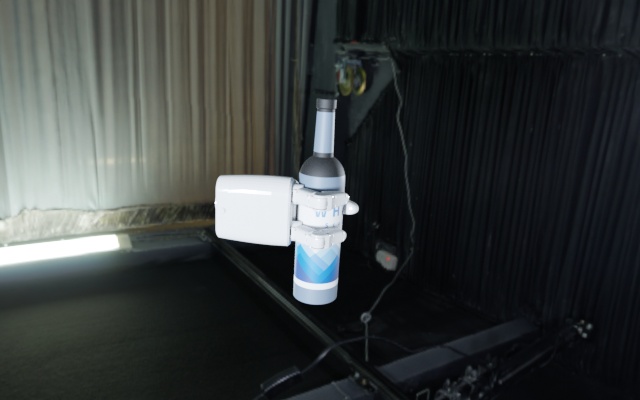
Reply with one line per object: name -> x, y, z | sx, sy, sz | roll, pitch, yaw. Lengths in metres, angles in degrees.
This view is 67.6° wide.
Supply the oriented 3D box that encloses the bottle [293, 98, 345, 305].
bottle -> 0.000, 0.003, 0.693 | 0.069, 0.296, 0.069 | 3, 15, -1
